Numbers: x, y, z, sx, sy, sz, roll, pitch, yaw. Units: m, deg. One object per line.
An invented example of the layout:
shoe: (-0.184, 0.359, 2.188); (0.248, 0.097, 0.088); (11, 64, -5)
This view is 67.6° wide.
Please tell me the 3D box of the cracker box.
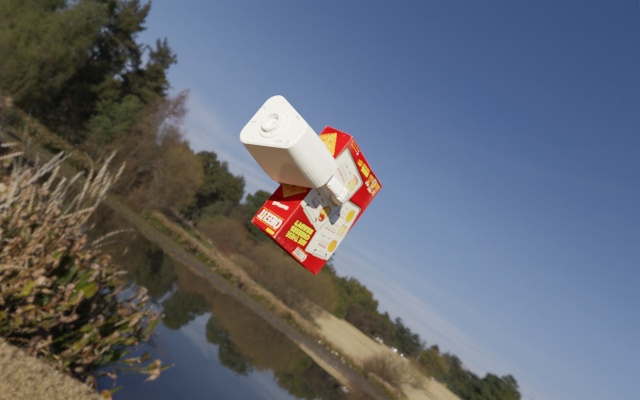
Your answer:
cracker box: (0.000, 0.003, 0.847); (0.072, 0.213, 0.164); (30, -13, 38)
